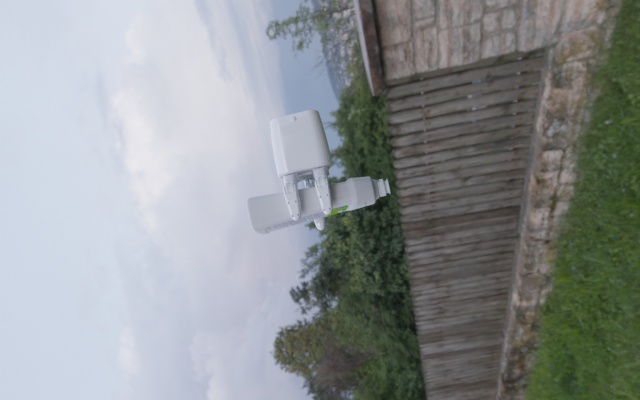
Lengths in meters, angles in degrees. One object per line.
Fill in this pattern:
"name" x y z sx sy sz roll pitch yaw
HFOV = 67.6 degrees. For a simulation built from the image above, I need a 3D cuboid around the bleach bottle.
"bleach bottle" 0.000 0.003 0.866 0.251 0.068 0.102 -12 -8 5
